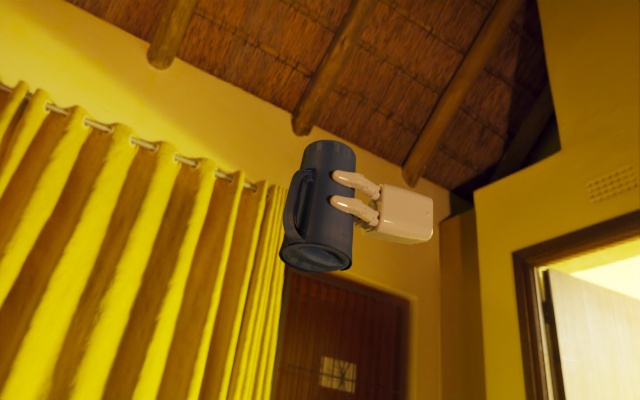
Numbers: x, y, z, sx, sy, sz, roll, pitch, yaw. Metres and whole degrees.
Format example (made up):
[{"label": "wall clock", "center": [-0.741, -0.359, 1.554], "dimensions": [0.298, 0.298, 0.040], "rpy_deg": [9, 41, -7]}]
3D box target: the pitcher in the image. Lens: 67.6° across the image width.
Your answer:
[{"label": "pitcher", "center": [0.000, 0.003, 0.899], "dimensions": [0.145, 0.242, 0.149], "rpy_deg": [13, -30, -9]}]
